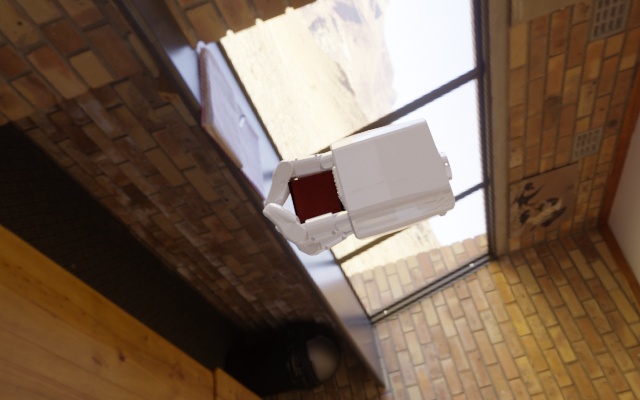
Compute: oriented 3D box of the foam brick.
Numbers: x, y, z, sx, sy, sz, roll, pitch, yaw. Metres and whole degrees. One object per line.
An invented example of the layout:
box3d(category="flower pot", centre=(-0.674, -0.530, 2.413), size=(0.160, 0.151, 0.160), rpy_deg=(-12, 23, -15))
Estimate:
box3d(category="foam brick", centre=(0.000, 0.002, 0.547), size=(0.051, 0.053, 0.078), rpy_deg=(-15, -7, 7))
